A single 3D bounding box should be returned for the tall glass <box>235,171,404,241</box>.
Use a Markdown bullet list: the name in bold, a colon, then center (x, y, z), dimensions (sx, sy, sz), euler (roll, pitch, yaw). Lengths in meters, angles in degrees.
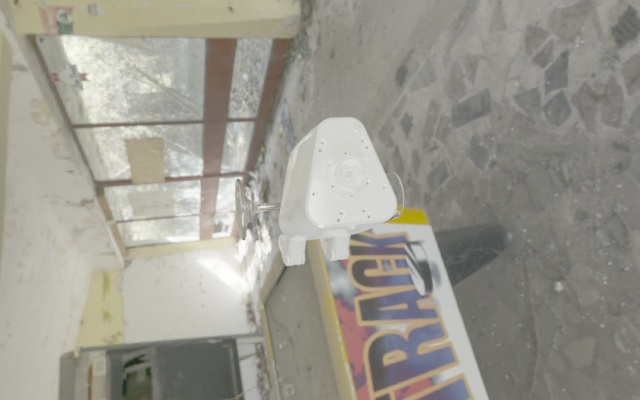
- **tall glass**: center (-0.001, 0.002, 0.590), dimensions (0.201, 0.079, 0.079), euler (-5, 1, -17)
